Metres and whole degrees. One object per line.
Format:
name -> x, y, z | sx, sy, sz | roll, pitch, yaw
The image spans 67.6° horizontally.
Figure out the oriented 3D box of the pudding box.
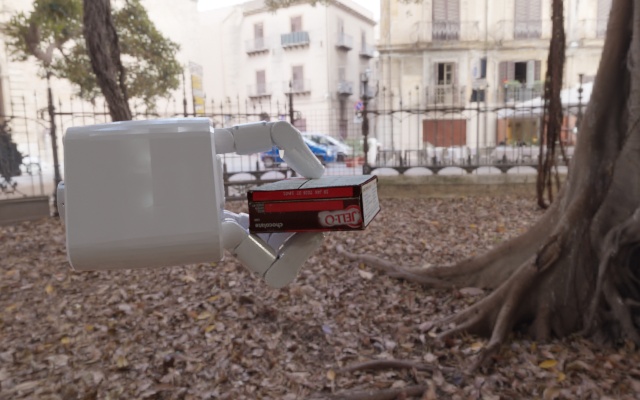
pudding box -> 0.000, 0.001, 0.401 | 0.090, 0.039, 0.113 | -1, 8, 14
